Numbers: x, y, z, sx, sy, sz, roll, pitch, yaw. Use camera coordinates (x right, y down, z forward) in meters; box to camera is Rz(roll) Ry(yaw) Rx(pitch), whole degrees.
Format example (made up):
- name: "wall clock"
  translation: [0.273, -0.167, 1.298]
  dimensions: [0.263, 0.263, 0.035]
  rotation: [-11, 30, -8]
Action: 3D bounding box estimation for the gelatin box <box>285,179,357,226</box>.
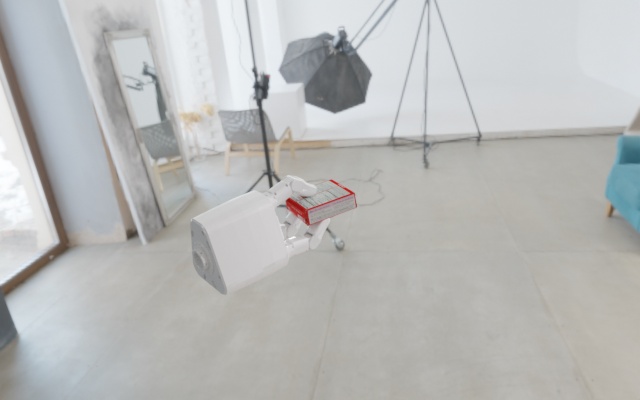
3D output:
- name: "gelatin box"
  translation: [0.000, 0.002, 0.744]
  dimensions: [0.089, 0.030, 0.073]
  rotation: [-21, 27, -22]
